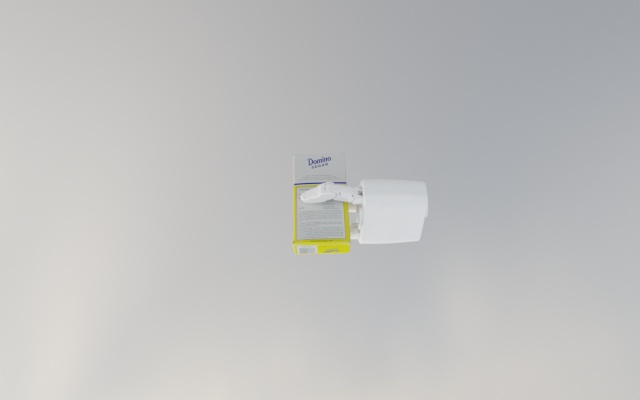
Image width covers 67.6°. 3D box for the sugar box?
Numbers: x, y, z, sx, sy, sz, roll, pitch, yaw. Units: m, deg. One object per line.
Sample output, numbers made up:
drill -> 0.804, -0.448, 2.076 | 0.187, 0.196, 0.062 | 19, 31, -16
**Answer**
sugar box -> 0.000, 0.003, 0.809 | 0.093, 0.176, 0.048 | -1, -33, 0
